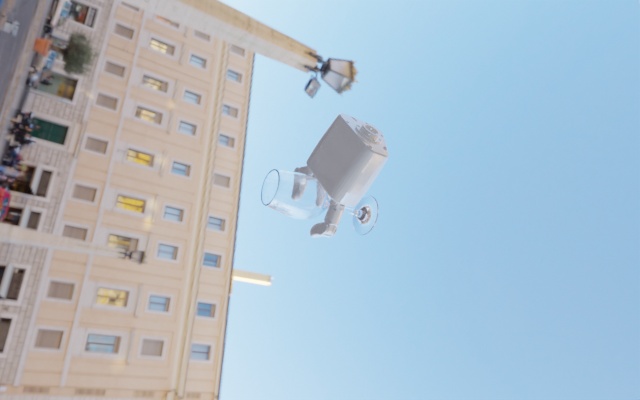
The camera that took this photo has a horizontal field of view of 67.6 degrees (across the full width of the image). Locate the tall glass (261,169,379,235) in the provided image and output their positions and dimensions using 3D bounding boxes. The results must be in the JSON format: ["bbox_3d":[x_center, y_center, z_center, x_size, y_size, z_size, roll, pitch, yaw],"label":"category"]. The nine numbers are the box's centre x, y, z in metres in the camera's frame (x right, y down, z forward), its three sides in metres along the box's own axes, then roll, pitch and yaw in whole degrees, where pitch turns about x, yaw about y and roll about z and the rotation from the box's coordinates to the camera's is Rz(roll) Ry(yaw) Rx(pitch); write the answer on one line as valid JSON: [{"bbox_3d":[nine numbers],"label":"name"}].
[{"bbox_3d":[0.001,0.003,0.823,0.201,0.079,0.079,16,-8,-30],"label":"tall glass"}]
